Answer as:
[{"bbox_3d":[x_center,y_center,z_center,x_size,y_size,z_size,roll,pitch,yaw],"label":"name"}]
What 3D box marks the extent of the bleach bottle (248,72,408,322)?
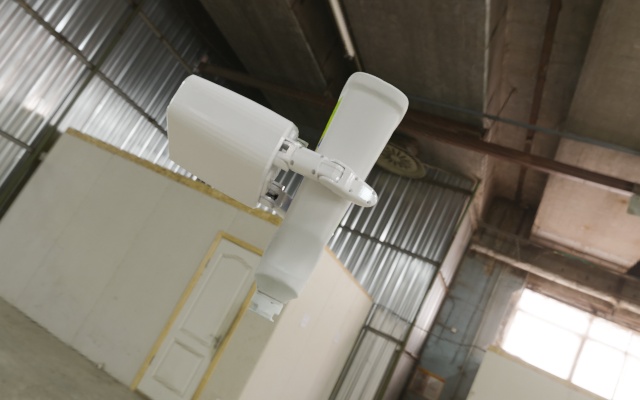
[{"bbox_3d":[0.000,0.002,0.481,0.068,0.250,0.102,28,-13,0],"label":"bleach bottle"}]
